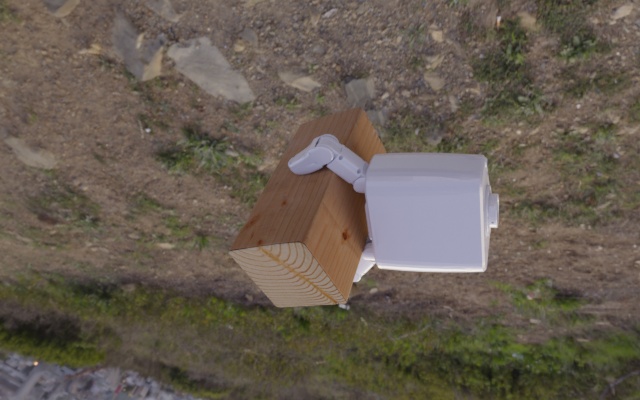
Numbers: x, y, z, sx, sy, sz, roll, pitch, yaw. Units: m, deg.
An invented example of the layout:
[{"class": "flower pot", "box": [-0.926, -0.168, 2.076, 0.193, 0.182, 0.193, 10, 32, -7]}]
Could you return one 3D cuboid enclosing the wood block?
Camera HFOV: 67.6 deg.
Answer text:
[{"class": "wood block", "box": [0.000, 0.002, 0.515, 0.090, 0.091, 0.206, -11, 38, 33]}]
